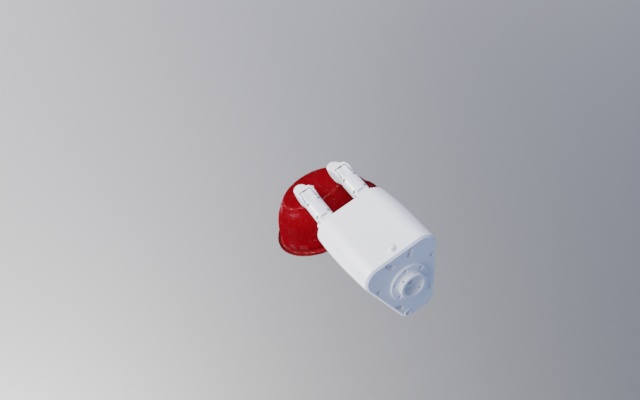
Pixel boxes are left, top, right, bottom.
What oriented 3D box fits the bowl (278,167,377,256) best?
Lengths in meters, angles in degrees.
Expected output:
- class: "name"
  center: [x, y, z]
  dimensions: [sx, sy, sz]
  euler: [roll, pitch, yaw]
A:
- class: "bowl"
  center: [-0.001, 0.002, 0.669]
  dimensions: [0.162, 0.055, 0.162]
  euler: [-23, 30, 14]
